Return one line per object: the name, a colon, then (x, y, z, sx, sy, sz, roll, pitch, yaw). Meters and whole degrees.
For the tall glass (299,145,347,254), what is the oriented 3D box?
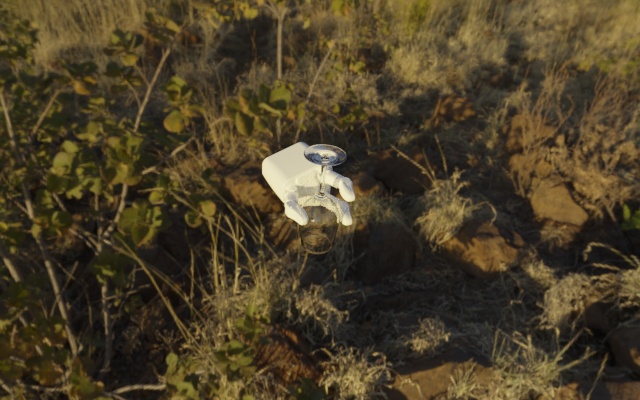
tall glass: (0.000, 0.002, 0.876, 0.079, 0.201, 0.079, 4, 34, -2)
